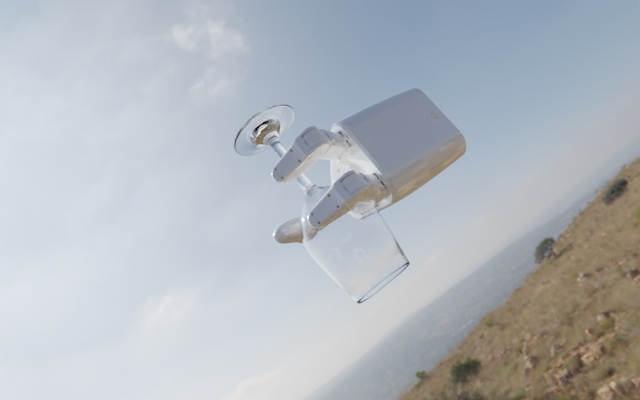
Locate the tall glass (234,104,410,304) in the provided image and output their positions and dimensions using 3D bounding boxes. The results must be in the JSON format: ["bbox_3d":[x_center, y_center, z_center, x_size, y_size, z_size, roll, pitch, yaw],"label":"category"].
[{"bbox_3d":[0.000,0.001,0.468,0.079,0.201,0.079,-34,-17,-12],"label":"tall glass"}]
